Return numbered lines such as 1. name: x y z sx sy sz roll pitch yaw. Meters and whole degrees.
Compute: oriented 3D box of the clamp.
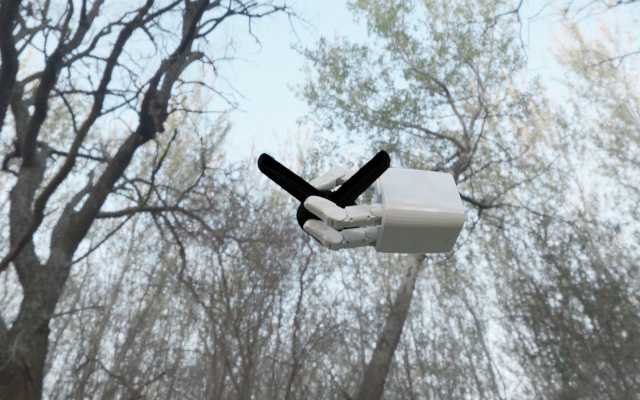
1. clamp: 0.000 0.002 0.658 0.164 0.036 0.210 4 -37 0
